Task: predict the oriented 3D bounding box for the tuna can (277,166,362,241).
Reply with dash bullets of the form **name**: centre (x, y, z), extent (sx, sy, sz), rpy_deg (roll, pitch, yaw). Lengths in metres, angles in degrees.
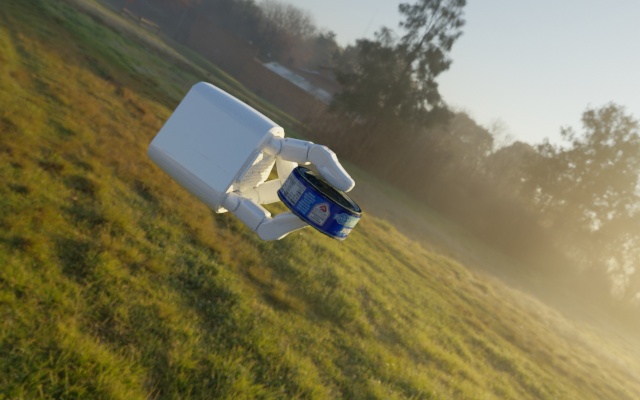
- **tuna can**: centre (0.000, 0.001, 0.486), extent (0.086, 0.034, 0.086), rpy_deg (34, 11, -8)
